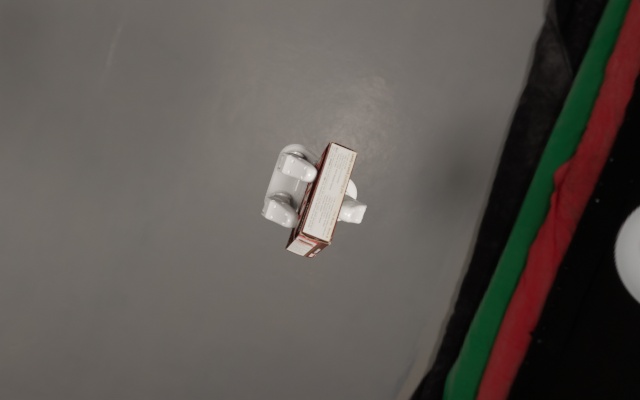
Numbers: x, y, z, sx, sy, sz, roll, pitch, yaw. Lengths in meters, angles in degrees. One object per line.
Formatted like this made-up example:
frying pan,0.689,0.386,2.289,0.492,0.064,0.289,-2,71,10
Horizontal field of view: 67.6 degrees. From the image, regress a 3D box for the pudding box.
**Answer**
pudding box,0.000,0.002,0.538,0.039,0.113,0.090,18,-20,-7
